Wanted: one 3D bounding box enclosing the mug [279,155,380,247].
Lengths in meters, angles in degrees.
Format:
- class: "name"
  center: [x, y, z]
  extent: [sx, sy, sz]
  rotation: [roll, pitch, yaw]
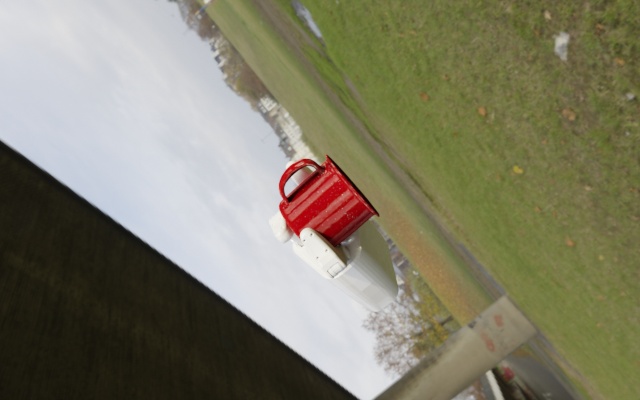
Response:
- class: "mug"
  center: [-0.001, 0.001, 0.539]
  extent: [0.117, 0.081, 0.093]
  rotation: [44, 8, -36]
